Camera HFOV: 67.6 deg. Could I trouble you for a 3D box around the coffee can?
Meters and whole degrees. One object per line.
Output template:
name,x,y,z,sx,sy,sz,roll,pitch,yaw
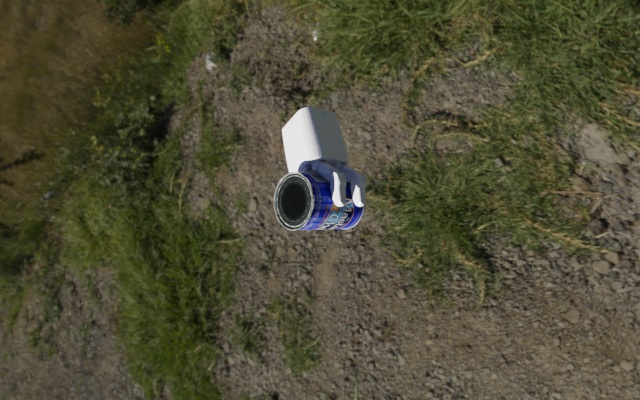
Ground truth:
coffee can,0.000,0.003,0.877,0.103,0.103,0.140,0,-1,44
